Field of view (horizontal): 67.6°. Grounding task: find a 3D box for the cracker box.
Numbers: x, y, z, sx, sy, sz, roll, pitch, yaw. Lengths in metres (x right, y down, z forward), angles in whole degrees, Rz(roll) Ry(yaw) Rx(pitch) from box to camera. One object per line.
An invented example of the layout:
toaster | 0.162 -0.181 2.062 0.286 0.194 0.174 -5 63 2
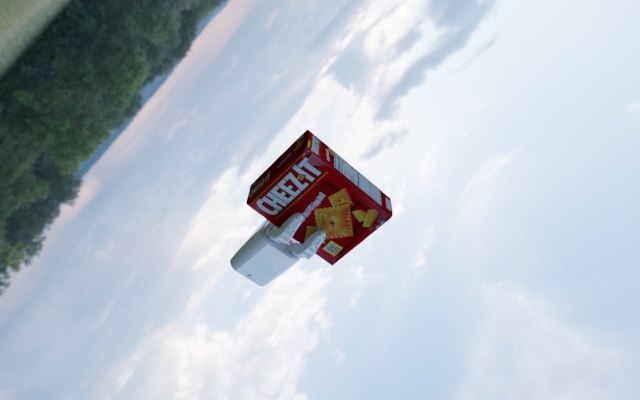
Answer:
cracker box | 0.000 0.003 0.867 0.214 0.164 0.072 37 27 -23
